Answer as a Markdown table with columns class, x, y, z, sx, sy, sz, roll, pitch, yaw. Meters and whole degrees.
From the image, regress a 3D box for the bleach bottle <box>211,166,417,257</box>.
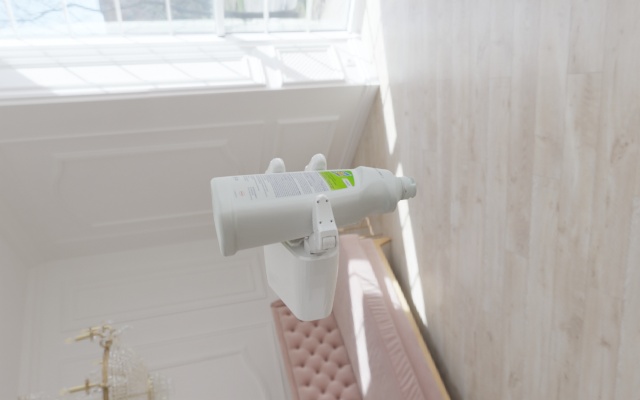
| class | x | y | z | sx | sy | sz | roll | pitch | yaw |
| --- | --- | --- | --- | --- | --- | --- | --- | --- | --- |
| bleach bottle | 0.000 | 0.002 | 0.577 | 0.251 | 0.068 | 0.102 | -7 | 32 | -15 |
